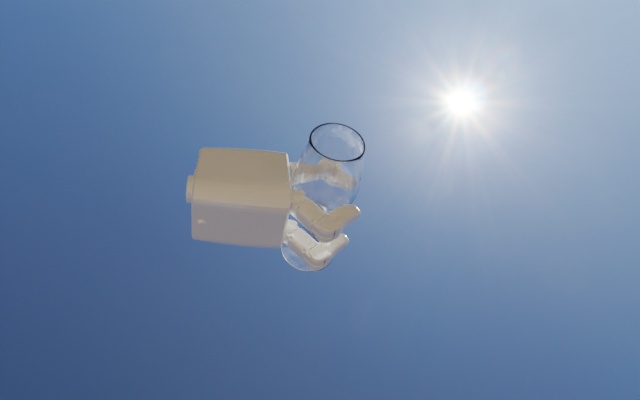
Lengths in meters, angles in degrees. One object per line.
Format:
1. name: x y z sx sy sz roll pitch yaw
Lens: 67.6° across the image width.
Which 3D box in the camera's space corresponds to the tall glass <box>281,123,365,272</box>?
1. tall glass: 0.000 0.002 0.583 0.079 0.079 0.201 0 -41 -15
